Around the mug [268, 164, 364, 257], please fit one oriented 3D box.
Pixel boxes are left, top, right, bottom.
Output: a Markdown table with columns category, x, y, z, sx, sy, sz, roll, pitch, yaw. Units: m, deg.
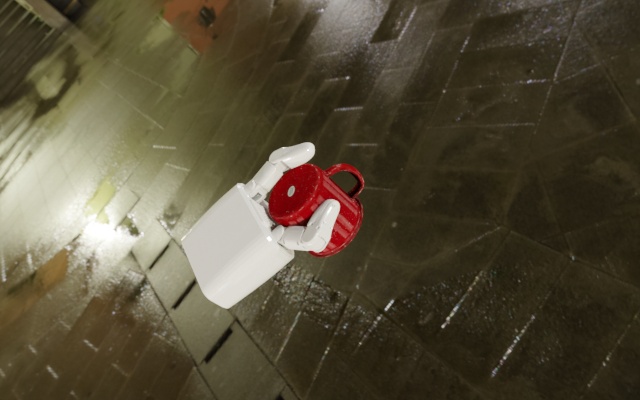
| category | x | y | z | sx | sy | sz | roll | pitch | yaw |
| --- | --- | --- | --- | --- | --- | --- | --- | --- | --- |
| mug | 0.001 | 0.001 | 0.576 | 0.081 | 0.117 | 0.093 | 42 | 14 | -38 |
